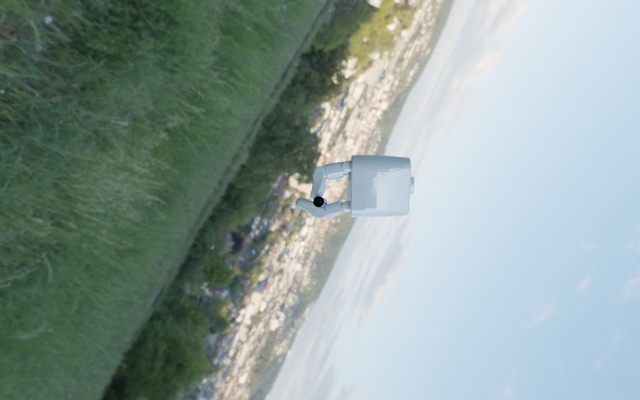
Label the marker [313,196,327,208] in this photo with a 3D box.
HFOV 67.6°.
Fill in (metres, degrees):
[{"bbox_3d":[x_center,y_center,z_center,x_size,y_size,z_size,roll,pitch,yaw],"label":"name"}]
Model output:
[{"bbox_3d":[0.000,0.003,0.840,0.020,0.020,0.121,0,-1,3],"label":"marker"}]
